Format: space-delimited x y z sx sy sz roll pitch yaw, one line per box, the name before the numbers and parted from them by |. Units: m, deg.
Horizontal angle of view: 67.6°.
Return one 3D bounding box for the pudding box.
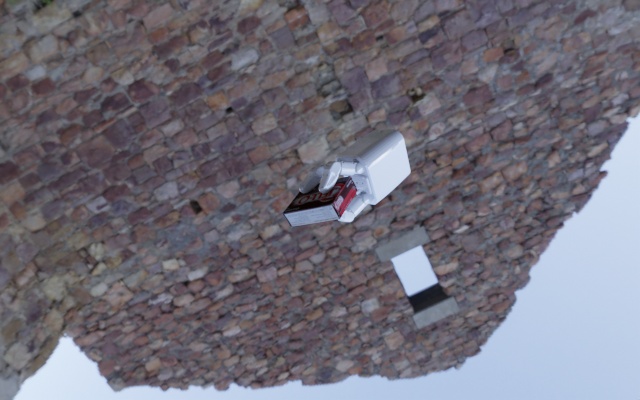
pudding box | 0.000 0.003 0.859 0.113 0.039 0.090 -14 26 35
